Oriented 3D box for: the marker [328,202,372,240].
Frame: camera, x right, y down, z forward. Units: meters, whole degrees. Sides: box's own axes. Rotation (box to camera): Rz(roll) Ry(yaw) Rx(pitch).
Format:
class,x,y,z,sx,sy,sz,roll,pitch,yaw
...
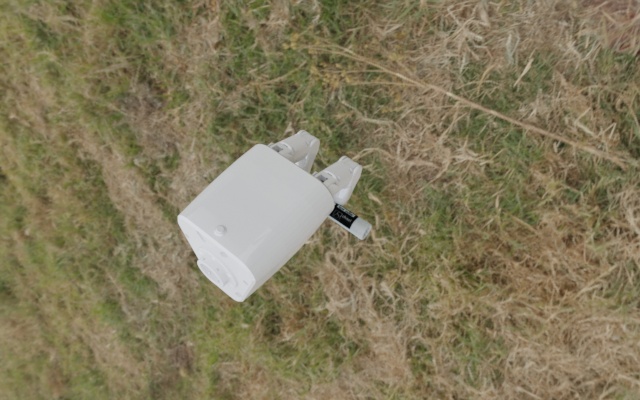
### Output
class,x,y,z,sx,sy,sz,roll,pitch,yaw
marker,0.000,0.002,0.510,0.121,0.020,0.020,33,12,19
